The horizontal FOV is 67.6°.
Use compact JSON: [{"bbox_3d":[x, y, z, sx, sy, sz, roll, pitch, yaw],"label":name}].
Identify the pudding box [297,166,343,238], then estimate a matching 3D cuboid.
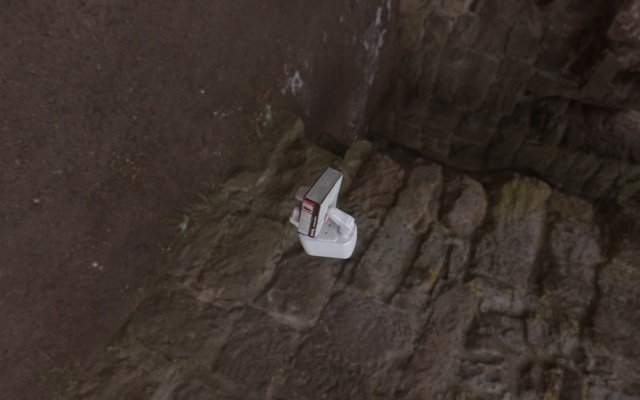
[{"bbox_3d":[0.000,0.003,0.897,0.039,0.090,0.113,21,41,12],"label":"pudding box"}]
